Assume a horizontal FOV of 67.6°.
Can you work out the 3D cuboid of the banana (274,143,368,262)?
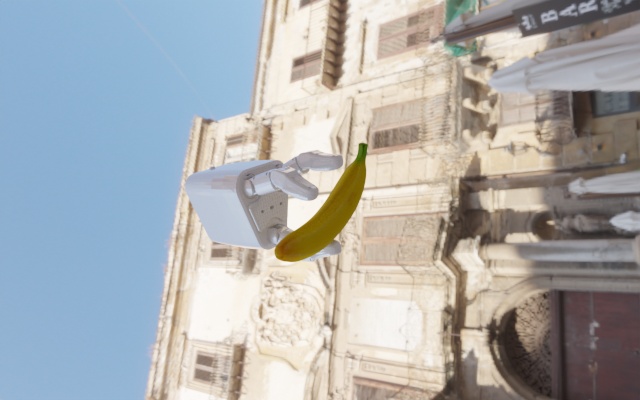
[{"bbox_3d":[0.007,0.014,0.562,0.037,0.070,0.197,8,45,33],"label":"banana"}]
